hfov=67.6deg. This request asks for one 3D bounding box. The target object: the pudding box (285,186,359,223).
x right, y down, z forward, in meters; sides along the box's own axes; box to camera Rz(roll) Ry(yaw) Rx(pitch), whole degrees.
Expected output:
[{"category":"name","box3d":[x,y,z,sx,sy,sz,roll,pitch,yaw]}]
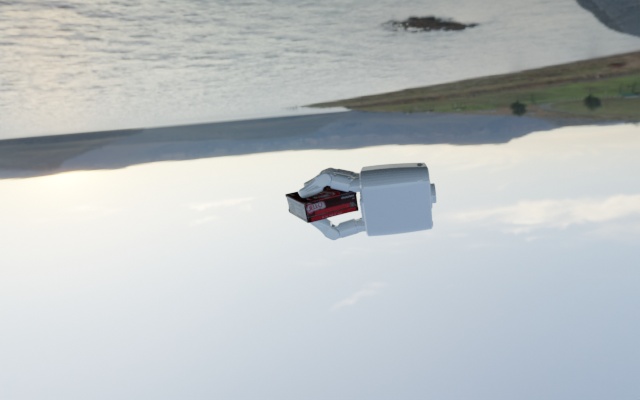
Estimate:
[{"category":"pudding box","box3d":[0.000,0.003,0.791,0.090,0.039,0.113,-12,10,-18]}]
